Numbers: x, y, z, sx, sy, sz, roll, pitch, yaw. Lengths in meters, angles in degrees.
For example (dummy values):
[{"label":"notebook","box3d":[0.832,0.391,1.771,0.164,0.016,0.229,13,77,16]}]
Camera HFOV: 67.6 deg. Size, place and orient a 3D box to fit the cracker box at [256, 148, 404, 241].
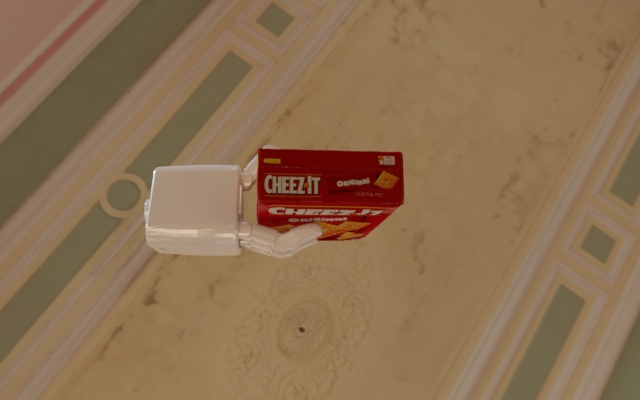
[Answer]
[{"label":"cracker box","box3d":[0.000,0.002,0.620,0.164,0.072,0.214,0,-14,-7]}]
